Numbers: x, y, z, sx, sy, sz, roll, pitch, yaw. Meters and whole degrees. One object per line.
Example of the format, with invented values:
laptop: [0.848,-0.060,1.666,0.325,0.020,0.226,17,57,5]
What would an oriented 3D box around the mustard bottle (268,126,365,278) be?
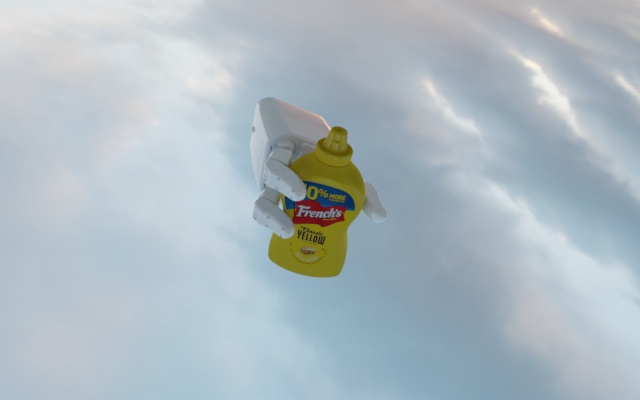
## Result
mustard bottle: [0.000,0.002,0.554,0.096,0.192,0.058,15,34,1]
